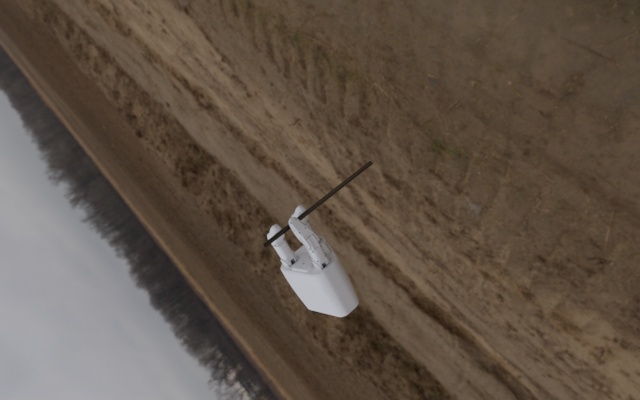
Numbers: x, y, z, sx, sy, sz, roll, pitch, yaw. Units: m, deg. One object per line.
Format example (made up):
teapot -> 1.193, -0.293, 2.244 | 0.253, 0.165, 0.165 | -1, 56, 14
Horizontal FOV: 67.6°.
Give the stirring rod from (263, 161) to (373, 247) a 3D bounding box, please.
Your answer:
stirring rod -> 0.000, 0.003, 0.805 | 0.239, 0.011, 0.011 | -38, 14, -19
